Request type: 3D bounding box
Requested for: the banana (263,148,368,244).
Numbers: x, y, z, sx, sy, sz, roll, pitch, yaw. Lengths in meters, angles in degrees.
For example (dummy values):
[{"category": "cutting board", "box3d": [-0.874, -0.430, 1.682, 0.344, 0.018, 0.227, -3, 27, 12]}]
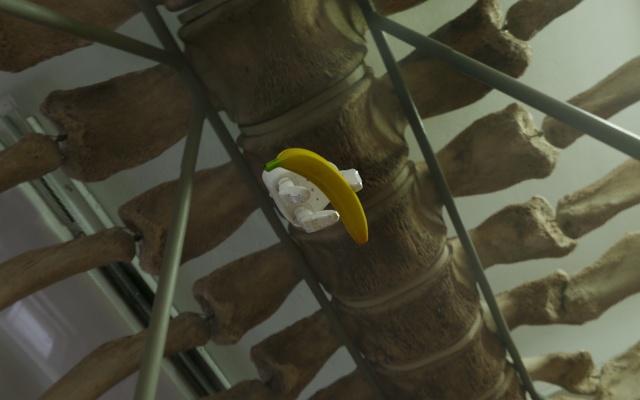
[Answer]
[{"category": "banana", "box3d": [0.007, -0.015, 0.673, 0.198, 0.069, 0.037, 38, -16, -25]}]
